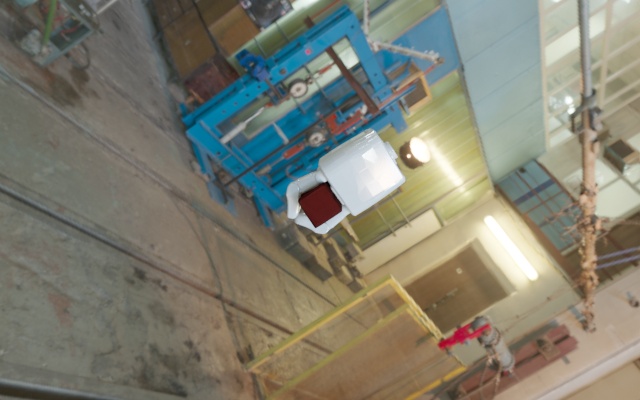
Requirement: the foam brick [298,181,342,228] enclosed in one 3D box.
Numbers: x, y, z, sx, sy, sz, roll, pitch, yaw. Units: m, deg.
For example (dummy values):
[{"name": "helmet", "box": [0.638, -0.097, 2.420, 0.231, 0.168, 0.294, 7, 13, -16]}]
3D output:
[{"name": "foam brick", "box": [0.000, 0.003, 0.777, 0.051, 0.053, 0.078, -32, 9, 7]}]
